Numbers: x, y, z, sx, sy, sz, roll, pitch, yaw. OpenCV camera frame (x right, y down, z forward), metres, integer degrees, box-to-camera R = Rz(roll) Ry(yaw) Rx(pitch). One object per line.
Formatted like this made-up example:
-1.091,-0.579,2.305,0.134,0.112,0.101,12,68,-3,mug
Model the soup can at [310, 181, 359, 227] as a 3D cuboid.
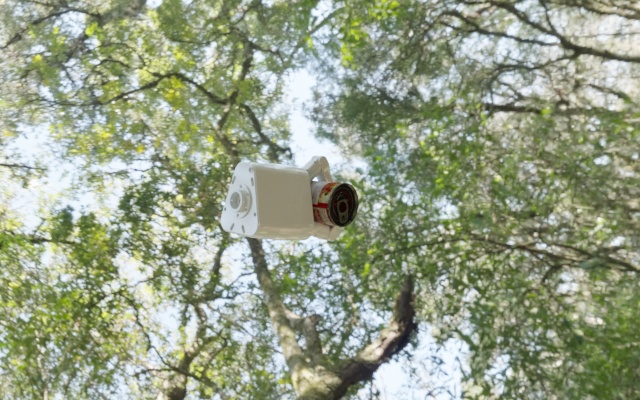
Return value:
0.000,0.002,0.760,0.102,0.068,0.068,7,5,44,soup can
